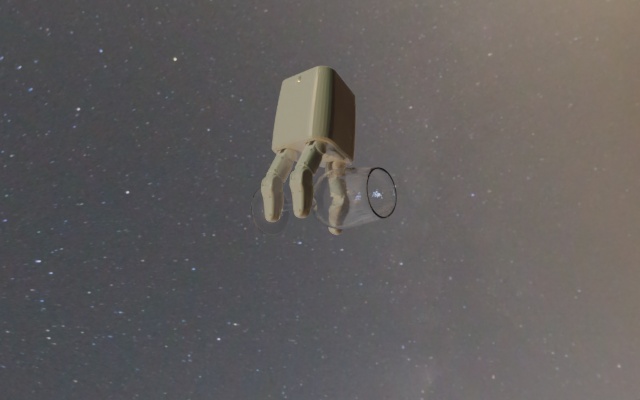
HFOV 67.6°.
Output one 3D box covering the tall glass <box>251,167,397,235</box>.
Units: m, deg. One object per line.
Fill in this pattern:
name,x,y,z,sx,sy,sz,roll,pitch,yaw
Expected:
tall glass,0.000,0.002,0.633,0.201,0.079,0.079,-9,-6,42
